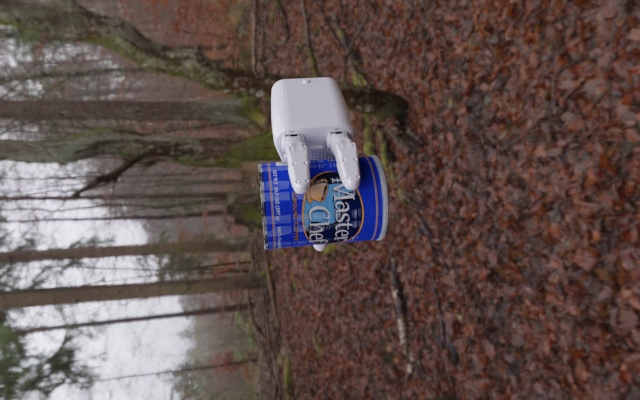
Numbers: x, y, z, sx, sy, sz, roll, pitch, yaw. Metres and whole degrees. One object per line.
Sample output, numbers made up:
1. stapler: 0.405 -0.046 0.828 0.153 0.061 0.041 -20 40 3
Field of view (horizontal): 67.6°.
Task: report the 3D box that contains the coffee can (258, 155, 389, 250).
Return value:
1. coffee can: 0.000 0.002 0.568 0.140 0.103 0.103 -4 0 -7
